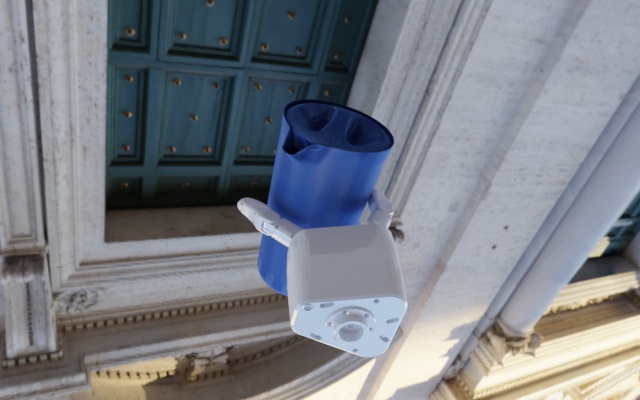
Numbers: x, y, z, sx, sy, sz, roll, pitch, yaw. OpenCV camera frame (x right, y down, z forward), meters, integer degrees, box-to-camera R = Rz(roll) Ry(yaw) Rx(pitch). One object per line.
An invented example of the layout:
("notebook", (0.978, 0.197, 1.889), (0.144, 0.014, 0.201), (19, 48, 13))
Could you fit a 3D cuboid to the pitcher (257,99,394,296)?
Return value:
("pitcher", (0.000, 0.002, 0.618), (0.149, 0.243, 0.145), (9, 33, -13))
